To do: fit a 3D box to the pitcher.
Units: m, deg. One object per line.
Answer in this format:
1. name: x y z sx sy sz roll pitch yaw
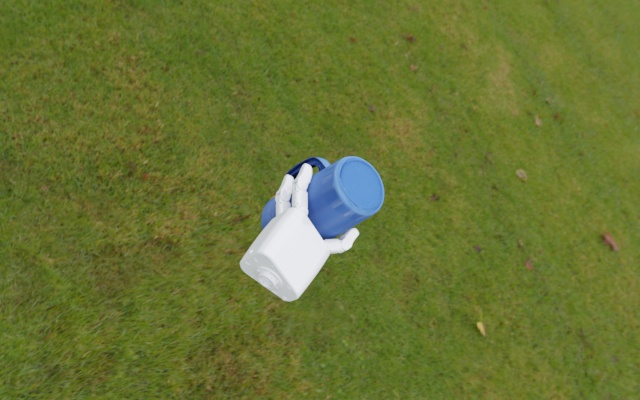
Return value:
1. pitcher: 0.000 0.003 0.884 0.243 0.149 0.145 -31 16 49
